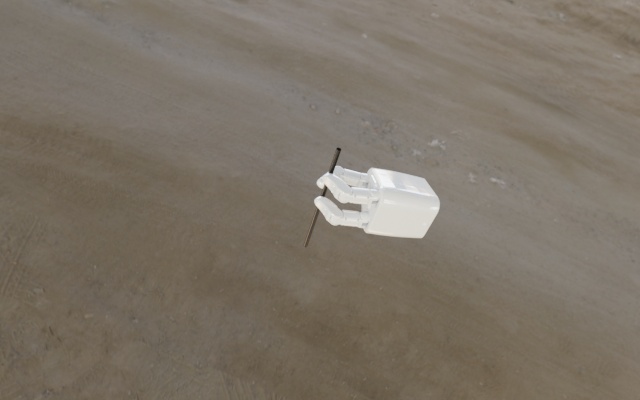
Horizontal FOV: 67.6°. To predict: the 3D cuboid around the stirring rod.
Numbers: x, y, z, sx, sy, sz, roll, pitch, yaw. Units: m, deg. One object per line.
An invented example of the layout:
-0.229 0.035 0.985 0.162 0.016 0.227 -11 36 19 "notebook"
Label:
0.000 0.003 0.839 0.011 0.011 0.240 0 -44 -20 "stirring rod"
